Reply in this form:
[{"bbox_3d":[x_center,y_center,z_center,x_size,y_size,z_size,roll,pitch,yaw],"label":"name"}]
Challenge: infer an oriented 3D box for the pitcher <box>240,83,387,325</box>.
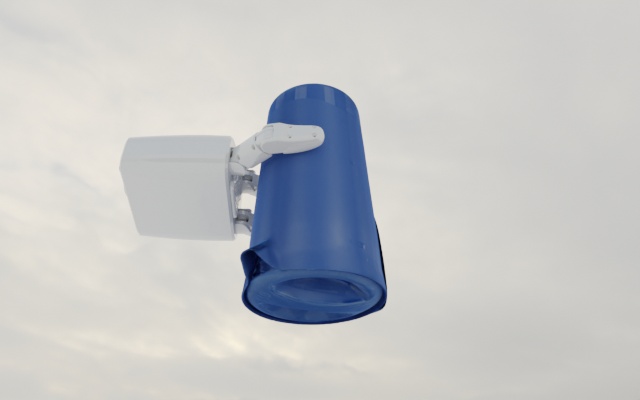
[{"bbox_3d":[0.000,0.002,0.506,0.145,0.242,0.149,0,-34,-1],"label":"pitcher"}]
